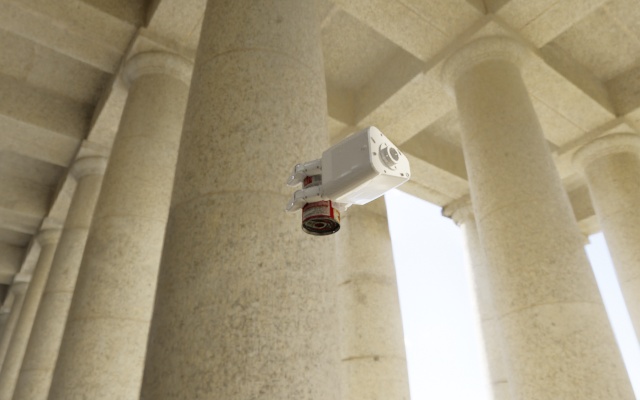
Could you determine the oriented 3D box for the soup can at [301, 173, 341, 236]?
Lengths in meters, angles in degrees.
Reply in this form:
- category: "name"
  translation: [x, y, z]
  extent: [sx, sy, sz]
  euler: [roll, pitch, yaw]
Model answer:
- category: "soup can"
  translation: [0.000, 0.003, 0.849]
  extent: [0.068, 0.102, 0.068]
  euler: [-1, -30, 0]
